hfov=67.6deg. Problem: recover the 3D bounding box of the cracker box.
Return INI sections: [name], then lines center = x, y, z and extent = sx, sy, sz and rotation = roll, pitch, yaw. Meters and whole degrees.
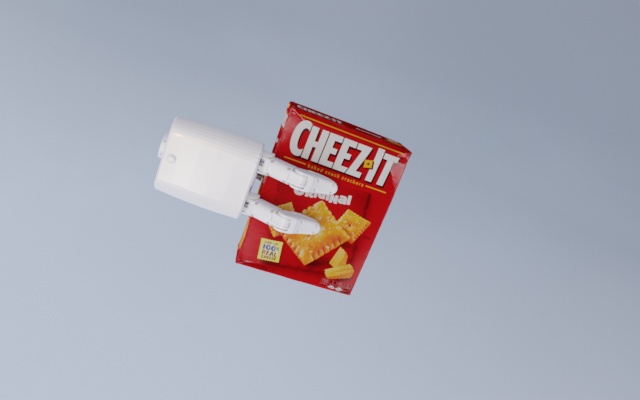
[cracker box]
center = 0.000, 0.002, 0.625
extent = 0.164, 0.214, 0.072
rotation = 19, 15, -11
